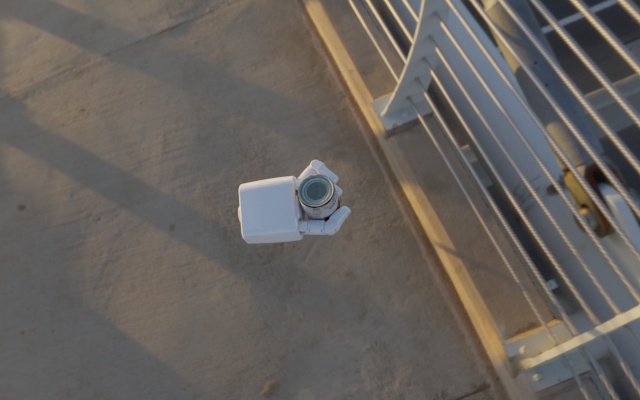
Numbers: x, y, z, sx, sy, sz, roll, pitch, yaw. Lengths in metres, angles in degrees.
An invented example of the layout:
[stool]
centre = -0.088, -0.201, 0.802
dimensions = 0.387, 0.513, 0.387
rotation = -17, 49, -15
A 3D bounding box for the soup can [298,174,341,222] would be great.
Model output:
[soup can]
centre = 0.001, 0.003, 0.878
dimensions = 0.068, 0.068, 0.102
rotation = 0, -25, 11
